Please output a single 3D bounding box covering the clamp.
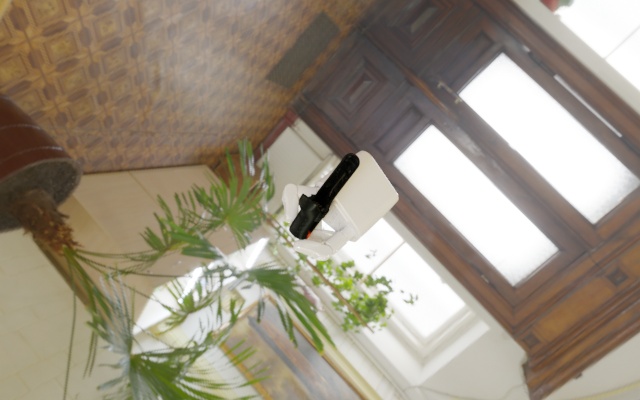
[{"bbox_3d":[0.000,0.003,0.692,0.120,0.039,0.171,-39,-10,-26],"label":"clamp"}]
